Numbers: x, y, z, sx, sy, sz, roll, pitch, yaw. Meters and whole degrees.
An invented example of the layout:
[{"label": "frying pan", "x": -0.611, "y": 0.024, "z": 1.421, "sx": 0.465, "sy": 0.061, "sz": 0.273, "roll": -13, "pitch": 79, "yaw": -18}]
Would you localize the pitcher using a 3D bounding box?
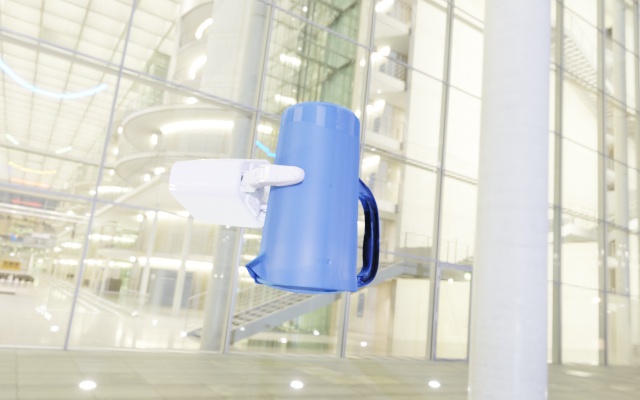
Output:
[{"label": "pitcher", "x": 0.000, "y": 0.002, "z": 0.636, "sx": 0.145, "sy": 0.242, "sz": 0.149, "roll": 2, "pitch": -12, "yaw": 18}]
